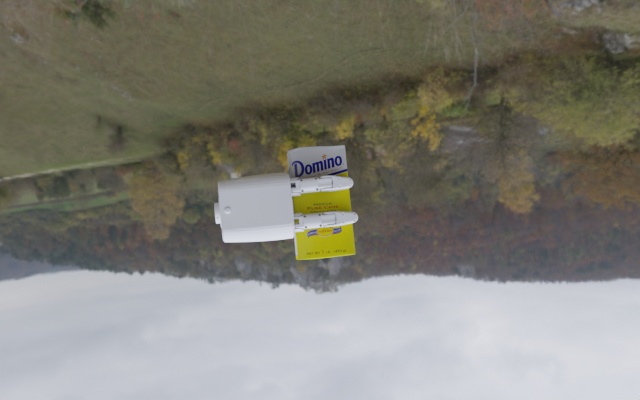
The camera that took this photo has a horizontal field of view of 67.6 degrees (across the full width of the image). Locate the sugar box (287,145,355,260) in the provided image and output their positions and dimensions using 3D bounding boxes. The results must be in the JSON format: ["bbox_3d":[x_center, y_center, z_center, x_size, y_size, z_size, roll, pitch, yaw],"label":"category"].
[{"bbox_3d":[0.000,0.003,0.760,0.093,0.176,0.048,-5,-4,-9],"label":"sugar box"}]
